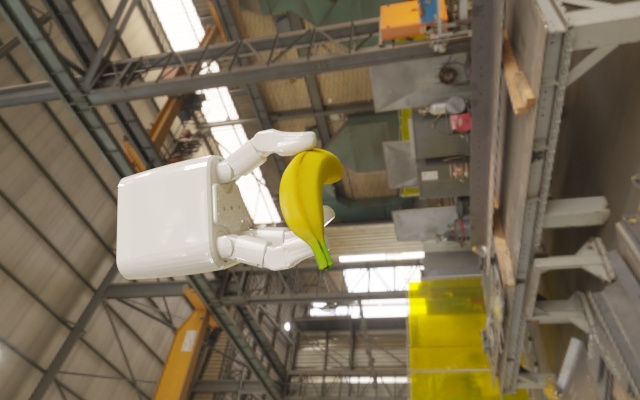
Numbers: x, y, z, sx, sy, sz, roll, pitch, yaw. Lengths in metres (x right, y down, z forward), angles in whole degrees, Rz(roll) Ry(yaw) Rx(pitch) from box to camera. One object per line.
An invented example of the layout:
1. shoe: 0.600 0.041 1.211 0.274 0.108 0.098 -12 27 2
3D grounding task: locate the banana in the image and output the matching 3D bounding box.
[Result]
1. banana: -0.007 -0.013 0.449 0.037 0.070 0.197 -16 23 14
